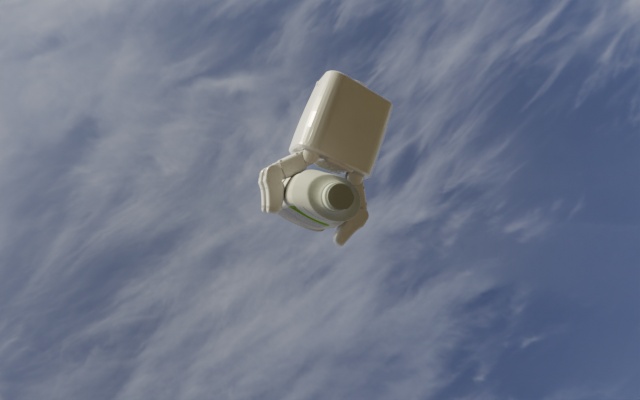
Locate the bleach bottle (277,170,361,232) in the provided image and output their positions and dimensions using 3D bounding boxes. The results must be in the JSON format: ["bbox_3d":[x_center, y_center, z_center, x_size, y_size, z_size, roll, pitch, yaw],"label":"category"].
[{"bbox_3d":[0.000,0.002,0.613,0.102,0.068,0.251,23,-6,-12],"label":"bleach bottle"}]
